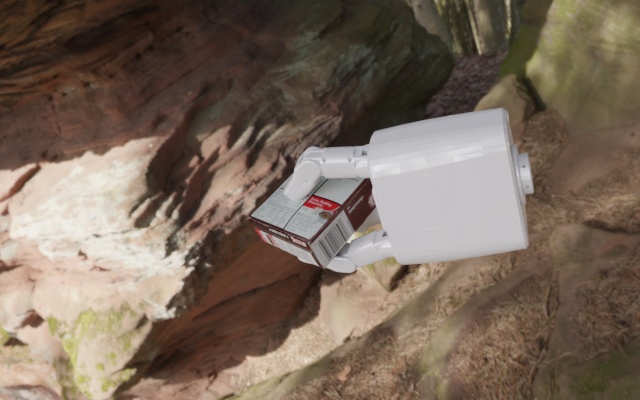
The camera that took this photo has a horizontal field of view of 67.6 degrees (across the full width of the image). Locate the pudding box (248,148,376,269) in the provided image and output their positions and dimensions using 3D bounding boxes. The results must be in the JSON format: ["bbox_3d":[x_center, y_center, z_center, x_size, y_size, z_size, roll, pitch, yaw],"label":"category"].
[{"bbox_3d":[0.000,0.001,0.459,0.090,0.039,0.113,18,54,43],"label":"pudding box"}]
